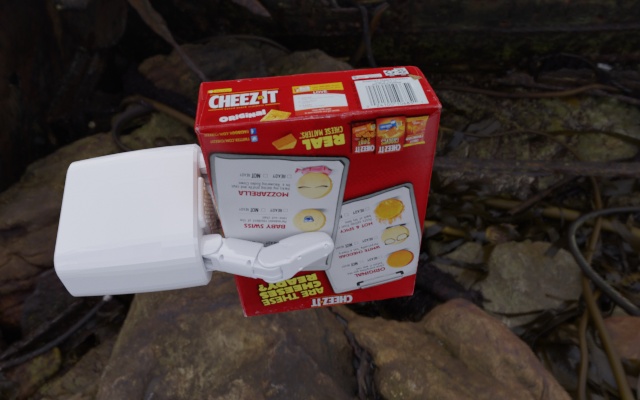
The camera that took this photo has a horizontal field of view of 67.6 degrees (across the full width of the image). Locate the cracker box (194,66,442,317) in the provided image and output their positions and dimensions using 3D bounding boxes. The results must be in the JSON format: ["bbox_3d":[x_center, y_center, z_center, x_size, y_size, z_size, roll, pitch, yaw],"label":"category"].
[{"bbox_3d":[0.000,0.001,0.402,0.164,0.214,0.072,-6,44,-3],"label":"cracker box"}]
